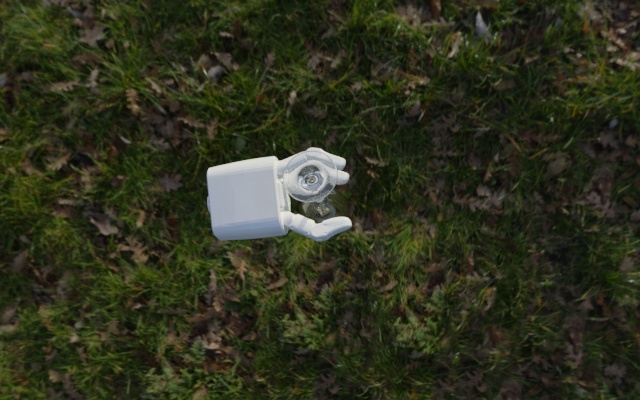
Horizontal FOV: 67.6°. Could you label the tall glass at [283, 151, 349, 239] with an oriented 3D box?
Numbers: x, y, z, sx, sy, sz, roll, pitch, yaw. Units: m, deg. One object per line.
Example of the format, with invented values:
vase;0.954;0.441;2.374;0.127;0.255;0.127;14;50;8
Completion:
tall glass;0.000;0.002;0.726;0.079;0.079;0.201;0;-21;9
